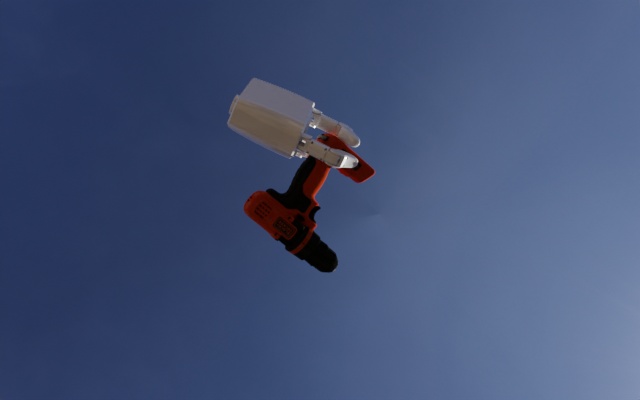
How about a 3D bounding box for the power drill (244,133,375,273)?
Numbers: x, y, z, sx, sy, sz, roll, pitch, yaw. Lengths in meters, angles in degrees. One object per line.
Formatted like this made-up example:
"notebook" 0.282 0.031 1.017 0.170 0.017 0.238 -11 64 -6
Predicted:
"power drill" 0.000 0.002 0.762 0.184 0.187 0.057 40 -4 -19
